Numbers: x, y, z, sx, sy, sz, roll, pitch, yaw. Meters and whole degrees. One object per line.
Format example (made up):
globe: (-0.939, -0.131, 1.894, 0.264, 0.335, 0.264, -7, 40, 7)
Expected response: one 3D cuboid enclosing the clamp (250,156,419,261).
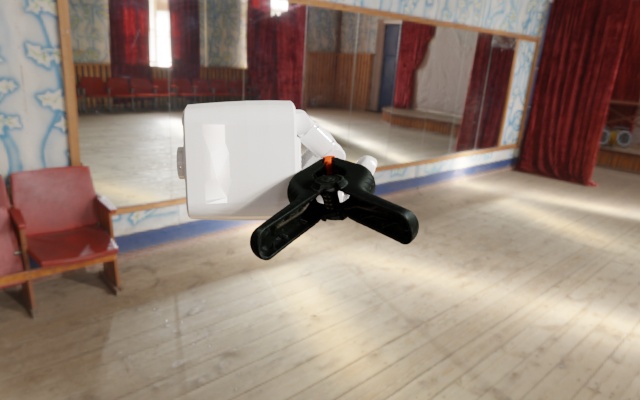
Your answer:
clamp: (0.000, 0.001, 0.402, 0.120, 0.039, 0.171, -5, 19, -7)
